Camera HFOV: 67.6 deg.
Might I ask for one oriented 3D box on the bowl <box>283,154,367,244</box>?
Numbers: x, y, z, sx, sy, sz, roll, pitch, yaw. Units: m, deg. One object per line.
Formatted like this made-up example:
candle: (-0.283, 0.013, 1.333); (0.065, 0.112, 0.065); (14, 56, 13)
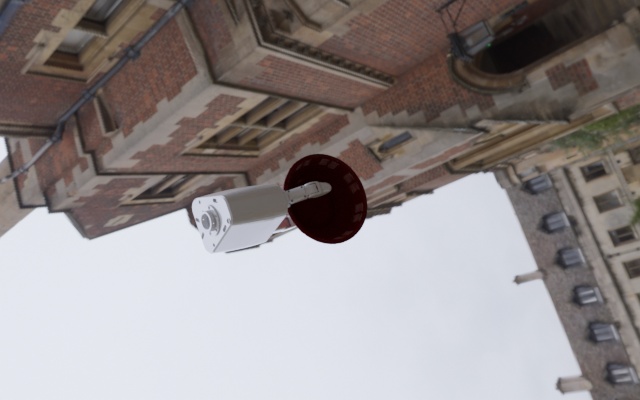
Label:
bowl: (0.001, 0.003, 0.836); (0.162, 0.162, 0.055); (0, -17, -28)
